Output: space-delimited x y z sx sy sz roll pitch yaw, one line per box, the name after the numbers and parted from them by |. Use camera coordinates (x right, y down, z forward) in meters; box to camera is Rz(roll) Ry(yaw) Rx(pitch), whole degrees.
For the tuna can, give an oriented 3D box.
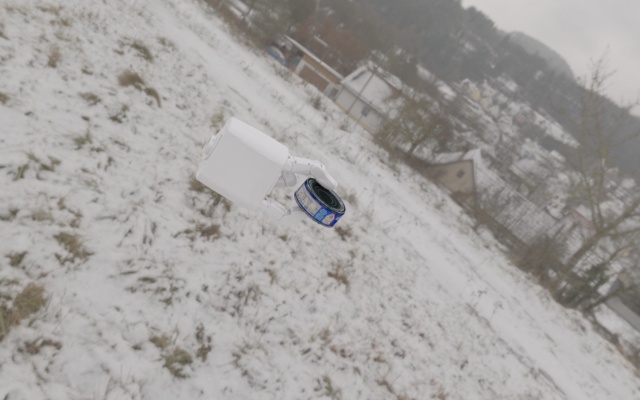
0.001 0.002 0.782 0.086 0.034 0.086 36 20 -16 | tuna can
